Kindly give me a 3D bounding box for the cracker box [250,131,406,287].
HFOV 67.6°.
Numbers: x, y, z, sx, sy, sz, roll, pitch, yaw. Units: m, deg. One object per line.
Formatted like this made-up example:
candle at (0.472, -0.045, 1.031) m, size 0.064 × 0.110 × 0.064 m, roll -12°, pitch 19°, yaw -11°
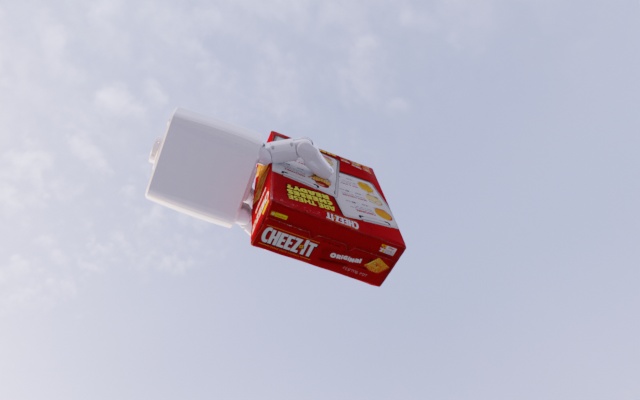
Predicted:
cracker box at (0.000, 0.002, 0.609) m, size 0.164 × 0.072 × 0.213 m, roll 20°, pitch 25°, yaw -15°
